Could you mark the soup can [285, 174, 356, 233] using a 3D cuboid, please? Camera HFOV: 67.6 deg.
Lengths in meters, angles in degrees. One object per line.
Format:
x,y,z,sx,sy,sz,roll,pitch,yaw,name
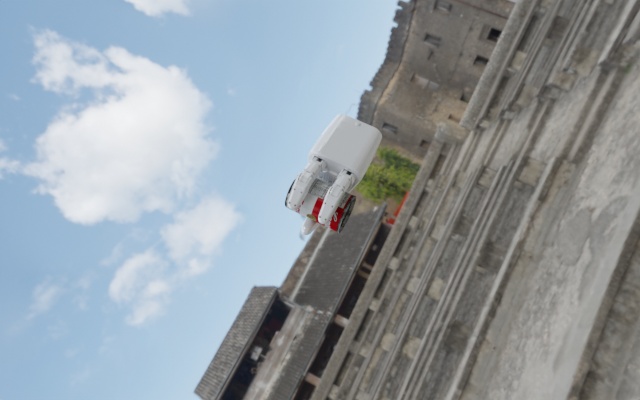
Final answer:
0.000,0.003,0.800,0.102,0.068,0.068,25,5,10,soup can
